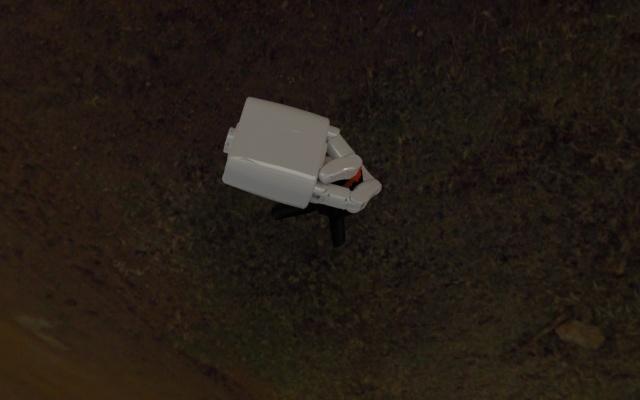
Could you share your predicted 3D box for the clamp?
[{"bbox_3d":[0.000,0.003,0.665,0.120,0.039,0.172,16,-40,-9],"label":"clamp"}]
